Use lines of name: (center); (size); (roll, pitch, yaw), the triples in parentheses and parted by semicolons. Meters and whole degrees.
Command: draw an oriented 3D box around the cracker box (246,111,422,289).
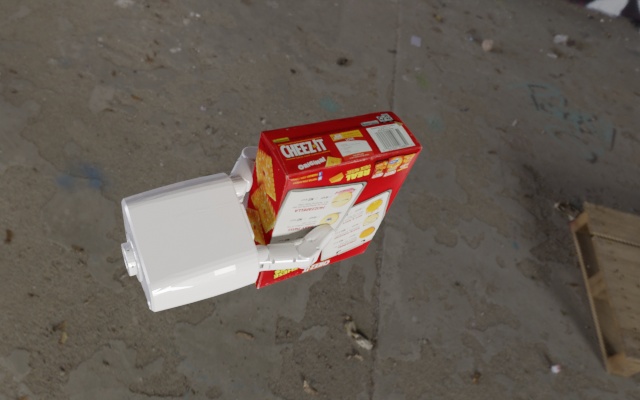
cracker box: (0.000, 0.002, 0.561); (0.164, 0.072, 0.214); (-15, -32, -26)
